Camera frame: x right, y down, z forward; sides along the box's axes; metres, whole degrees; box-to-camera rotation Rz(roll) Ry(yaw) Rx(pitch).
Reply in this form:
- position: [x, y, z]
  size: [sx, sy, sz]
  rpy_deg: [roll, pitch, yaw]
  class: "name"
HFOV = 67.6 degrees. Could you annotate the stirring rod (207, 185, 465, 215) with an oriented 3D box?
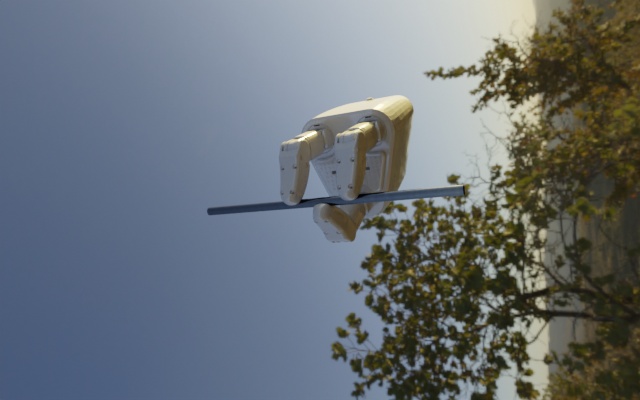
- position: [0.000, 0.001, 0.411]
  size: [0.239, 0.011, 0.011]
  rpy_deg: [-5, -2, 26]
  class: "stirring rod"
